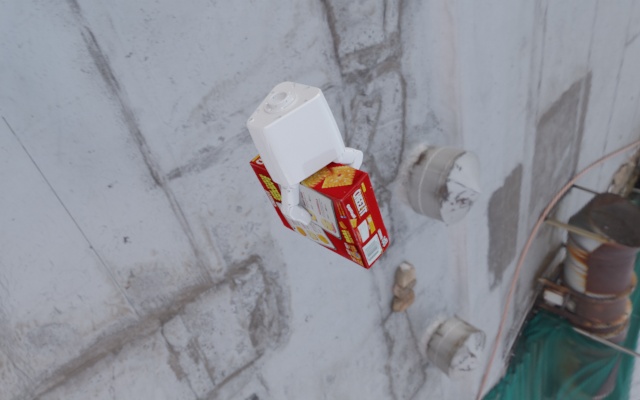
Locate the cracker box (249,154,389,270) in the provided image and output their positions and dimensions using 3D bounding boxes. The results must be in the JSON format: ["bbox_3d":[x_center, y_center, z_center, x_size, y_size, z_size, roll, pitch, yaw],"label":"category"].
[{"bbox_3d":[0.000,0.003,0.788,0.213,0.164,0.072,24,59,41],"label":"cracker box"}]
